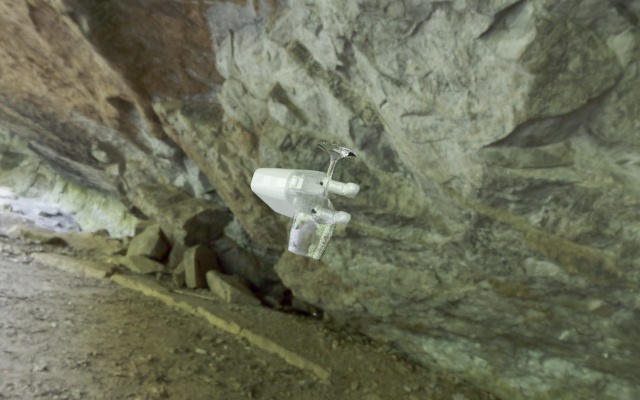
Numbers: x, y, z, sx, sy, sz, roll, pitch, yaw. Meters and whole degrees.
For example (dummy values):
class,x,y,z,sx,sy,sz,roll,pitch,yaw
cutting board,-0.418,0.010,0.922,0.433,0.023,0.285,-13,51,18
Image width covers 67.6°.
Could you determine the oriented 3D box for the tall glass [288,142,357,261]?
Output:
class,x,y,z,sx,sy,sz,roll,pitch,yaw
tall glass,0.000,0.002,0.851,0.079,0.201,0.079,17,-7,2
